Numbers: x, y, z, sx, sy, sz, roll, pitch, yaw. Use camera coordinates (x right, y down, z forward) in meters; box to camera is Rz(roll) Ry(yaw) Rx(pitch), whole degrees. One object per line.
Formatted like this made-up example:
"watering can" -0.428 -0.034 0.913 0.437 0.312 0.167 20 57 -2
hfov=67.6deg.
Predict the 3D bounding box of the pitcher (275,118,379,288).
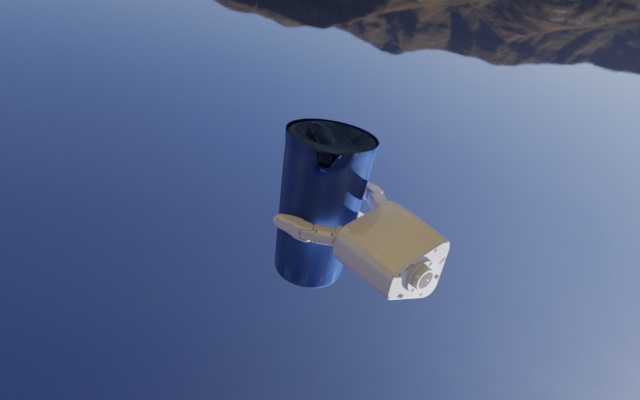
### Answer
"pitcher" 0.000 0.002 0.729 0.149 0.243 0.145 -13 35 -39
